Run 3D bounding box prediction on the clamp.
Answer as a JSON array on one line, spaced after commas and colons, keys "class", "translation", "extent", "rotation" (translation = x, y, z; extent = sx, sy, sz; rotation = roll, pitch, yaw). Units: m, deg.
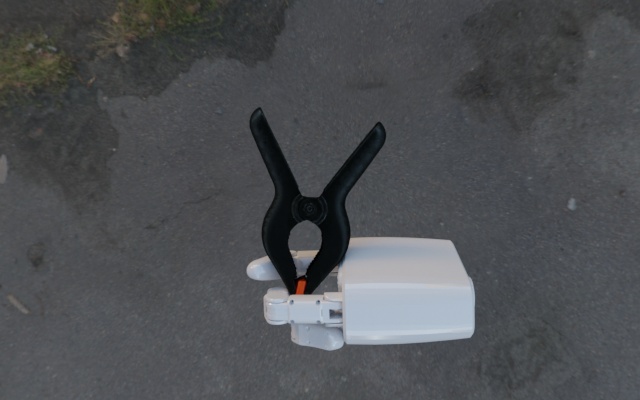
[{"class": "clamp", "translation": [0.000, 0.002, 0.425], "extent": [0.120, 0.171, 0.039], "rotation": [-2, 4, 4]}]
